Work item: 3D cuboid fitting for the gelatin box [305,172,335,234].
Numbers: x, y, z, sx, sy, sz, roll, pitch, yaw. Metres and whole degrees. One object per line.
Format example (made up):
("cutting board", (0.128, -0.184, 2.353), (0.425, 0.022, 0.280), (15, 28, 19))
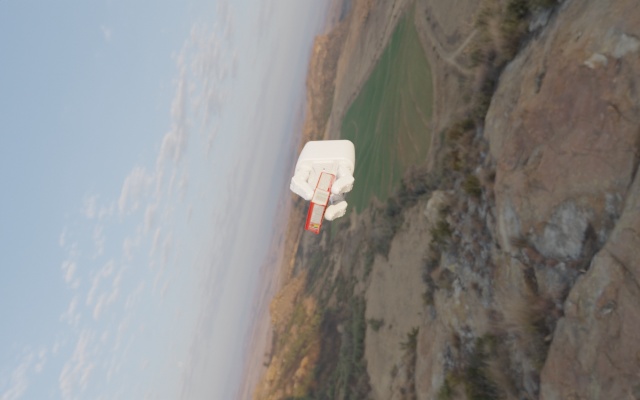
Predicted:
("gelatin box", (0.000, 0.003, 0.867), (0.030, 0.073, 0.089), (16, 43, 2))
